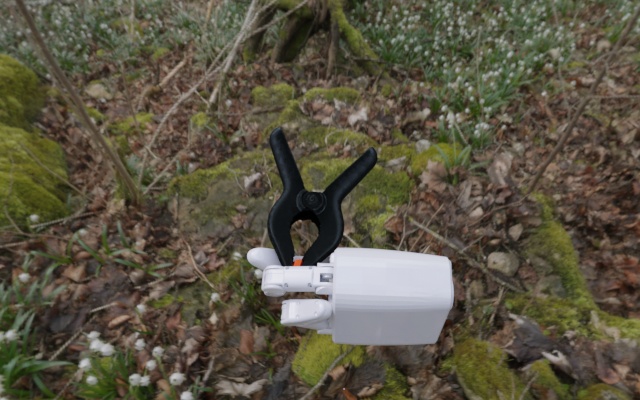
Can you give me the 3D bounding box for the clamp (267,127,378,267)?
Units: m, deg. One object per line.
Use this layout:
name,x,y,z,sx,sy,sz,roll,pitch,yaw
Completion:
clamp,0.000,0.002,0.502,0.120,0.171,0.039,2,-21,2
